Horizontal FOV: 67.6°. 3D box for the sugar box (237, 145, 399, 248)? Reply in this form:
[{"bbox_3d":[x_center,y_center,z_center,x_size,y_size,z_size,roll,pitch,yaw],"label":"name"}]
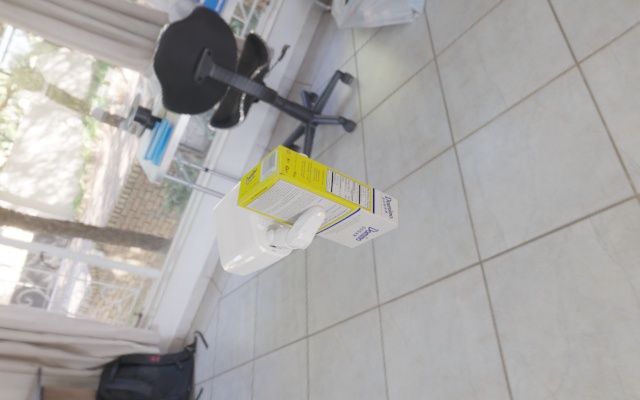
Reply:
[{"bbox_3d":[0.000,0.001,0.576,0.176,0.048,0.093,21,-34,-31],"label":"sugar box"}]
